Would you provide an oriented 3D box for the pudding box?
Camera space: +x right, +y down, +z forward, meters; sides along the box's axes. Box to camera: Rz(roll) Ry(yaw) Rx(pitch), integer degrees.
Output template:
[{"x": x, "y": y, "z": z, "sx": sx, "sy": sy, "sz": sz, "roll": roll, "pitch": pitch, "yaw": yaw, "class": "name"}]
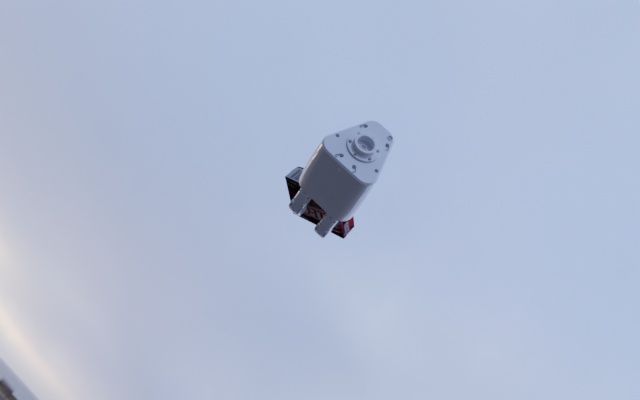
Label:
[{"x": 0.000, "y": 0.002, "z": 0.785, "sx": 0.113, "sy": 0.090, "sz": 0.039, "roll": 27, "pitch": 54, "yaw": 30, "class": "pudding box"}]
